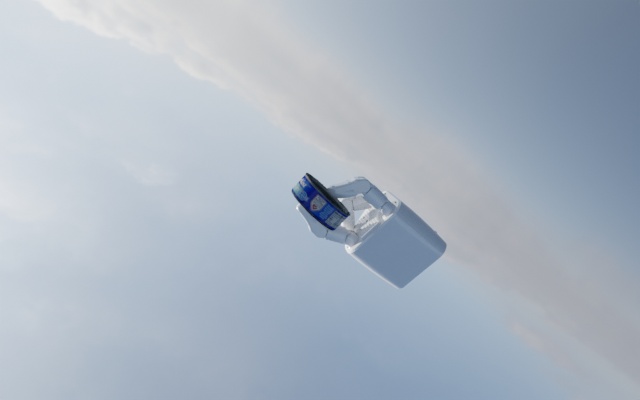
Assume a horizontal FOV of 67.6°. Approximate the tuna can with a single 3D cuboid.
[{"bbox_3d":[0.000,0.003,0.670,0.086,0.034,0.086,43,8,-7],"label":"tuna can"}]
